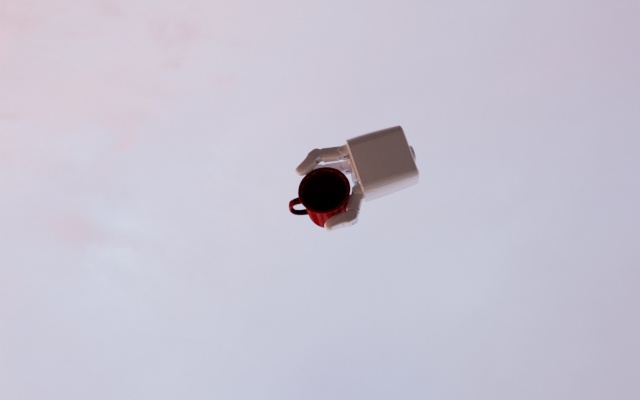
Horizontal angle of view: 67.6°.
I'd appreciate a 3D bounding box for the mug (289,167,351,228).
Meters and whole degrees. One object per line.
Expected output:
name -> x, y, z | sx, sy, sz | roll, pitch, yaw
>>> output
mug -> -0.001, 0.003, 0.867 | 0.117, 0.093, 0.081 | -17, -28, 0
